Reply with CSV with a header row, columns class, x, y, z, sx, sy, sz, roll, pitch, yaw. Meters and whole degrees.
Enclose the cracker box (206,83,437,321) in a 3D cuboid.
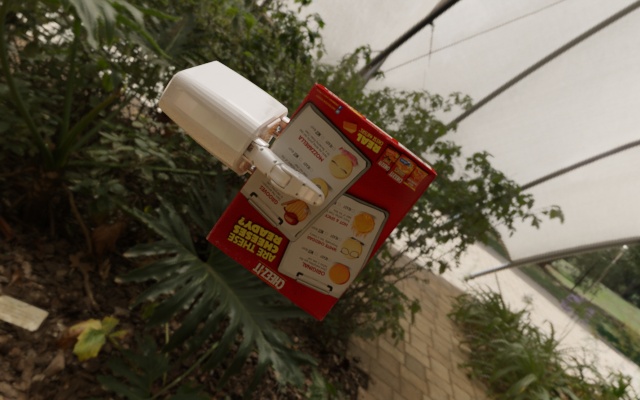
class,x,y,z,sx,sy,sz,roll,pitch,yaw
cracker box,0.000,0.002,0.550,0.164,0.214,0.072,36,12,-2
